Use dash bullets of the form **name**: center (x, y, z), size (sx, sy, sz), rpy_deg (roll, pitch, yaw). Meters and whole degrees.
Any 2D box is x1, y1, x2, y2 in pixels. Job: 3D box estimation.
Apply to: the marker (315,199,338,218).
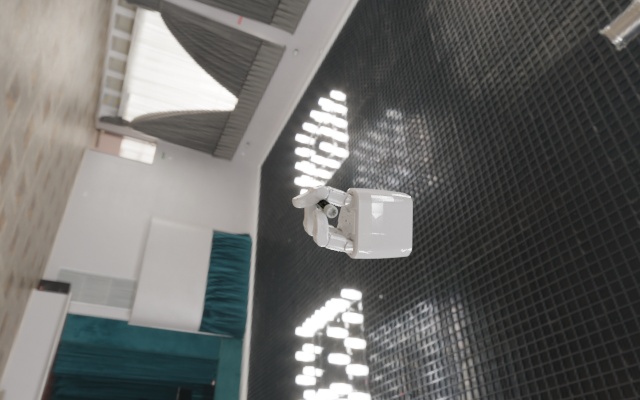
- **marker**: center (0.000, 0.003, 0.792), size (0.020, 0.020, 0.121), rpy_deg (0, 15, -18)
